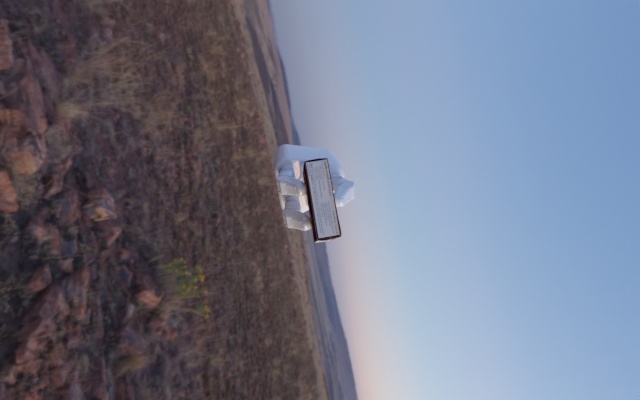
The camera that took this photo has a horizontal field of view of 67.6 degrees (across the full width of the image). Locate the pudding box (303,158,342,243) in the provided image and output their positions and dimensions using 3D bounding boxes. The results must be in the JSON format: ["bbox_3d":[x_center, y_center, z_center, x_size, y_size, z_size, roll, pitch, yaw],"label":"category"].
[{"bbox_3d":[0.000,0.002,0.685,0.039,0.113,0.090,-11,-6,-3],"label":"pudding box"}]
